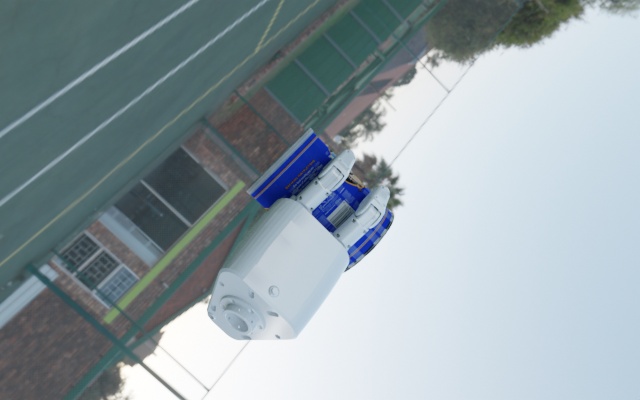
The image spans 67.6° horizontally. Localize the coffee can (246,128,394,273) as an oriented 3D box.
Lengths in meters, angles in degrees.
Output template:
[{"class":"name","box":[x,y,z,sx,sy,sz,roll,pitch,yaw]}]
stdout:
[{"class":"coffee can","box":[0.000,0.002,0.551,0.103,0.140,0.103,-44,7,7]}]
